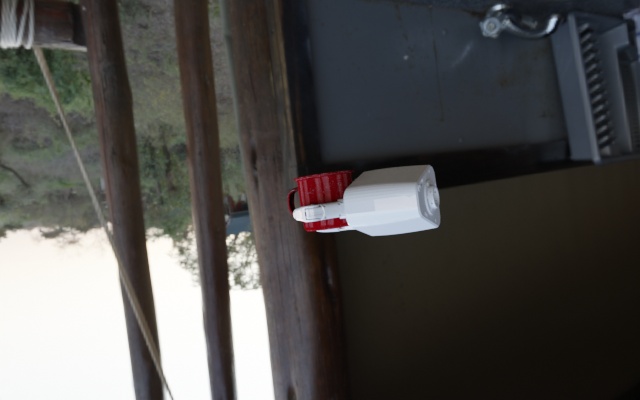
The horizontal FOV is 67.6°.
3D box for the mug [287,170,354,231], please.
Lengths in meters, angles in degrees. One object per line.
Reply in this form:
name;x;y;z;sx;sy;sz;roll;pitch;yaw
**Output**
mug;-0.001;0.003;0.728;0.117;0.081;0.093;-8;1;28
